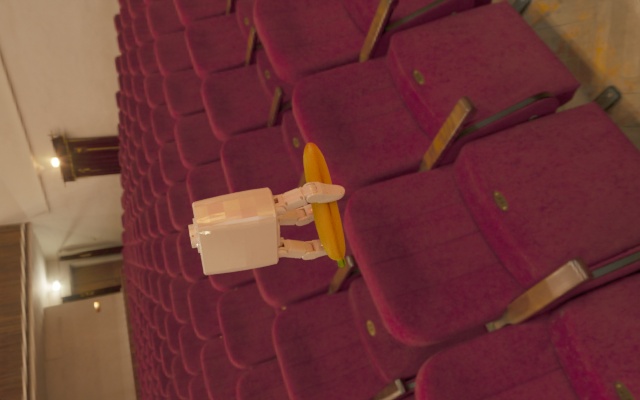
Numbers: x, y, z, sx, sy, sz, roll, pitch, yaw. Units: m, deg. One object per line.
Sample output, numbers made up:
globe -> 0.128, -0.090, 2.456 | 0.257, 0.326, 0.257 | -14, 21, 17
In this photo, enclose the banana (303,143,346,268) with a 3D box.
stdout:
banana -> 0.003, 0.003, 0.702 | 0.037, 0.197, 0.069 | -12, -8, -7
